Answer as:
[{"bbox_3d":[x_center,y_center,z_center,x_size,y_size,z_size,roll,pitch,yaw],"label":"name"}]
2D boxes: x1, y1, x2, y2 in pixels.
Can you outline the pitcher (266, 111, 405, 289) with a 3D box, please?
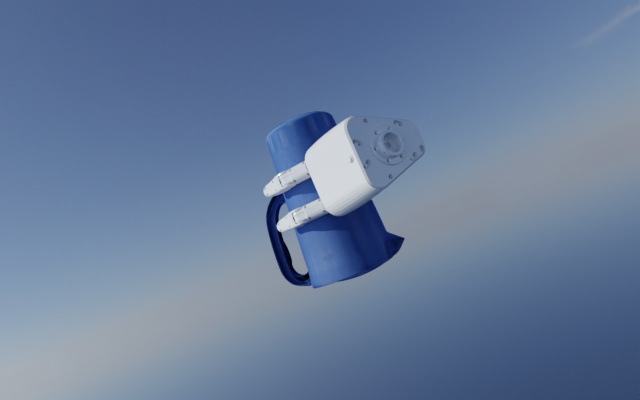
[{"bbox_3d":[0.000,0.002,0.707,0.149,0.243,0.145,-18,-8,-30],"label":"pitcher"}]
